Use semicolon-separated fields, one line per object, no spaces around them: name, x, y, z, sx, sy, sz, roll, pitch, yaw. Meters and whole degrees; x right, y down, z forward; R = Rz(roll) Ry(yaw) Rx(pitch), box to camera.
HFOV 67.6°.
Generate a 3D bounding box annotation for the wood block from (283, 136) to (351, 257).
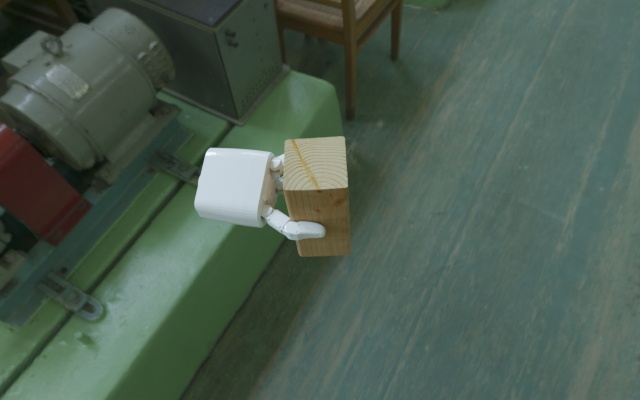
wood block;0.000;0.003;0.749;0.090;0.090;0.206;-3;-32;3
